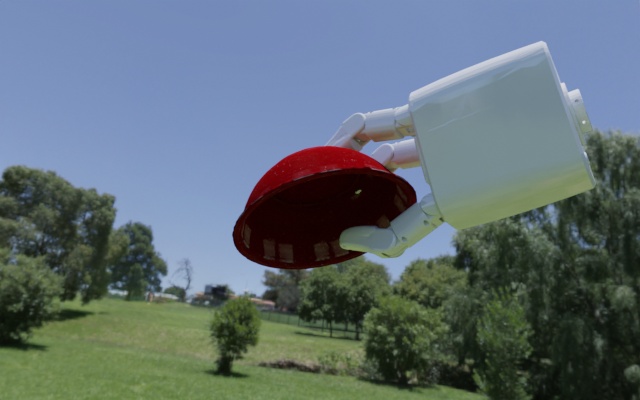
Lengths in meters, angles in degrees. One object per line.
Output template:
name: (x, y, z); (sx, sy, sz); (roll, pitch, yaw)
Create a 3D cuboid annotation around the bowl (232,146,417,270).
bowl: (-0.001, 0.002, 0.427); (0.162, 0.055, 0.162); (-11, -32, -7)
